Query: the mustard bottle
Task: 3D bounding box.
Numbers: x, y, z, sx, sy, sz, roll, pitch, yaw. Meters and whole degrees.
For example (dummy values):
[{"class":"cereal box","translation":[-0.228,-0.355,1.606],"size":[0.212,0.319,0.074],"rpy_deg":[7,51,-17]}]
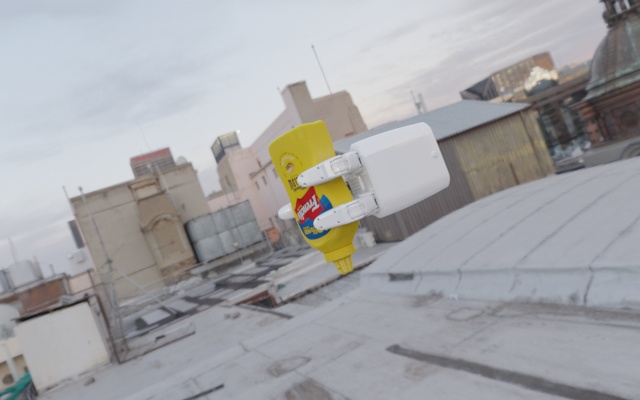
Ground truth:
[{"class":"mustard bottle","translation":[0.000,0.002,0.612],"size":[0.058,0.191,0.096],"rpy_deg":[-21,0,-41]}]
